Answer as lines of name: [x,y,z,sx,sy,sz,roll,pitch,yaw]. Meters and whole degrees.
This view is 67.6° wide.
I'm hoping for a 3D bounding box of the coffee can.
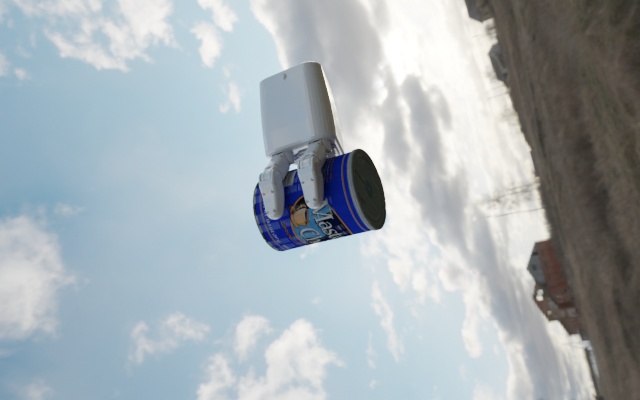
coffee can: [0.000,0.002,0.611,0.140,0.103,0.103,-15,-7,25]
